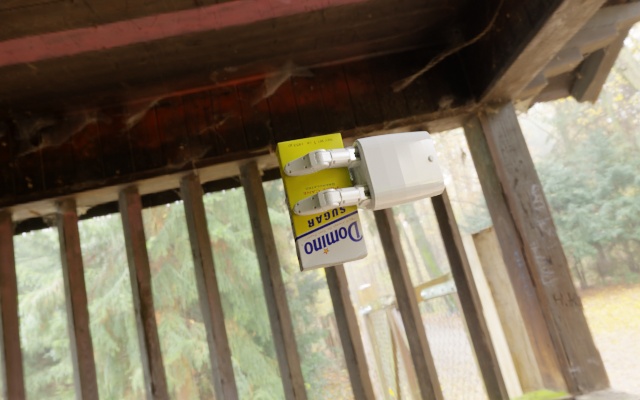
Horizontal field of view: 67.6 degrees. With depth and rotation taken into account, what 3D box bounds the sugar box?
[{"bbox_3d":[0.000,0.002,0.656,0.093,0.176,0.048,-11,-14,-9],"label":"sugar box"}]
